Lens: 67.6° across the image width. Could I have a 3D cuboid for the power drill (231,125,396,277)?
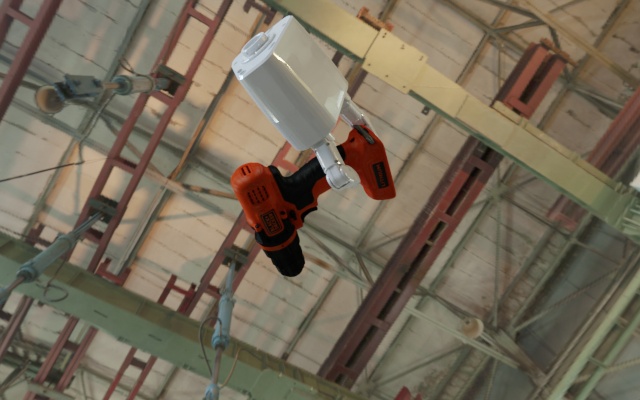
[{"bbox_3d":[0.000,0.002,0.603,0.187,0.185,0.057,-28,42,-8],"label":"power drill"}]
